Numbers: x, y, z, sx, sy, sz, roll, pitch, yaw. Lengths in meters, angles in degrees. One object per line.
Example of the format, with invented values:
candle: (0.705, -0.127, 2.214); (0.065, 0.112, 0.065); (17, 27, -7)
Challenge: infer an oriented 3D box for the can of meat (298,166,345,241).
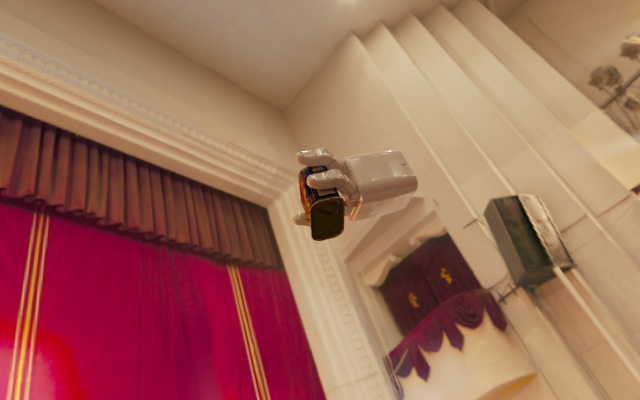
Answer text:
can of meat: (0.000, 0.002, 0.795); (0.057, 0.084, 0.102); (-14, -40, -10)
